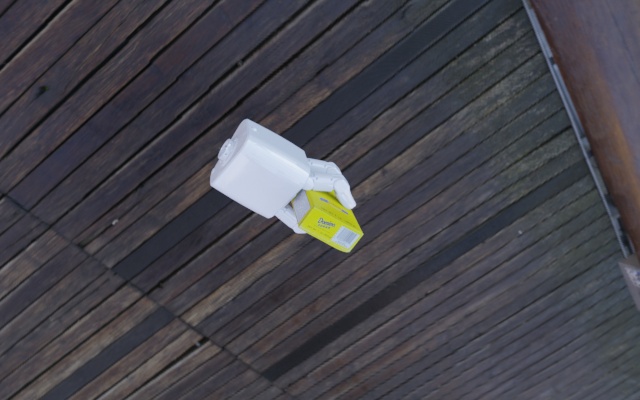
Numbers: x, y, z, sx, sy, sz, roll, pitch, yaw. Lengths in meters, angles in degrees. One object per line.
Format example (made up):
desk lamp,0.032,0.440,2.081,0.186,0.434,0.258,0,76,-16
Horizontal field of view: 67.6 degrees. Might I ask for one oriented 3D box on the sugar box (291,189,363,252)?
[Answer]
sugar box,0.000,0.002,0.747,0.093,0.048,0.176,30,21,-25
